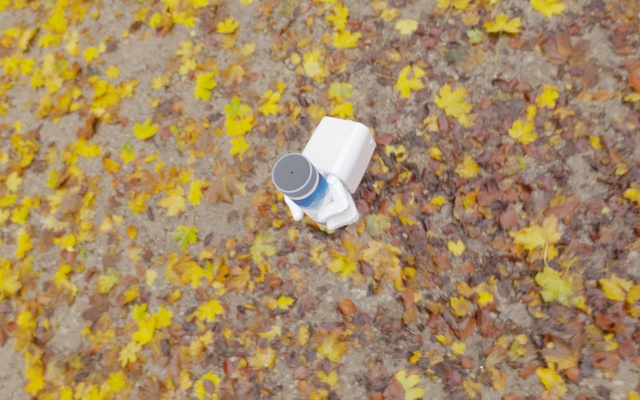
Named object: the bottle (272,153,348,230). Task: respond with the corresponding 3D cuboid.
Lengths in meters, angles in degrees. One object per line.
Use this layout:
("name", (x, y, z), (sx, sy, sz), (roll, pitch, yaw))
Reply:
("bottle", (0.000, 0.003, 0.870), (0.069, 0.069, 0.296), (0, -18, 19))
